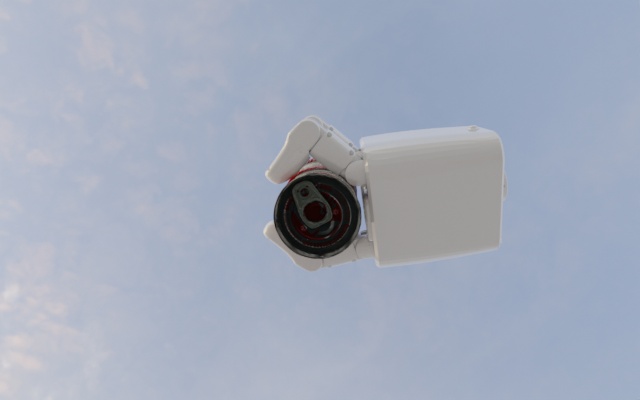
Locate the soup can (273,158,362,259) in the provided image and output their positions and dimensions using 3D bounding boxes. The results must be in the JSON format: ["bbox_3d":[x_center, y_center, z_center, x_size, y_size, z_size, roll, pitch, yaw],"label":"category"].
[{"bbox_3d":[0.000,0.001,0.413,0.068,0.068,0.102,0,13,3],"label":"soup can"}]
